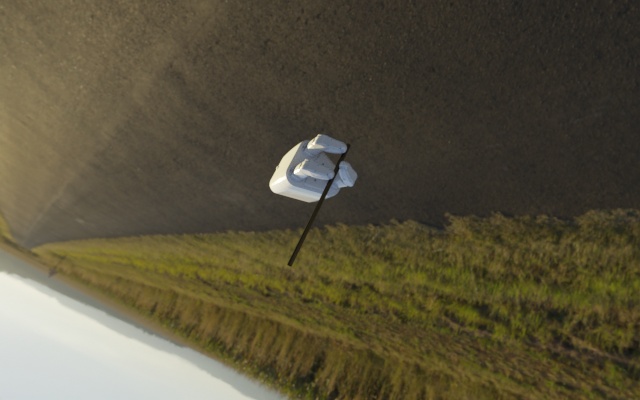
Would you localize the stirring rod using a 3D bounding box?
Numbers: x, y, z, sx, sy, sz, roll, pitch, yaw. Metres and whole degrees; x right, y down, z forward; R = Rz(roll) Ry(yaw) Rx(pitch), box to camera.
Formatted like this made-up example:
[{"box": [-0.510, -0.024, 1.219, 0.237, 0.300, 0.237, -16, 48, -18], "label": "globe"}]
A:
[{"box": [0.000, 0.003, 0.805, 0.011, 0.239, 0.011, 23, -20, 9], "label": "stirring rod"}]
